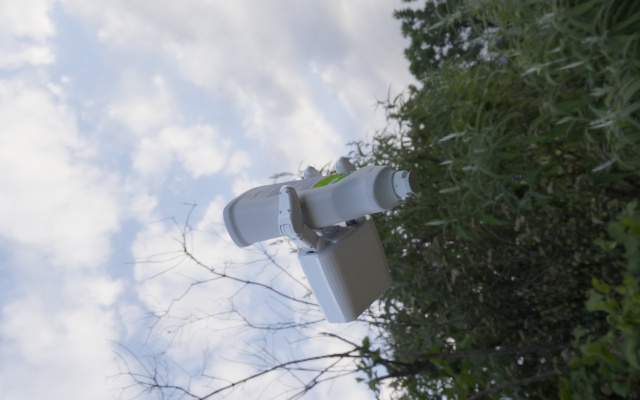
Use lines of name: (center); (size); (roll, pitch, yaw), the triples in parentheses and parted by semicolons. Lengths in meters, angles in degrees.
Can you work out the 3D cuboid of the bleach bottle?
bleach bottle: (0.000, 0.002, 0.607); (0.251, 0.068, 0.102); (-11, 19, 33)
